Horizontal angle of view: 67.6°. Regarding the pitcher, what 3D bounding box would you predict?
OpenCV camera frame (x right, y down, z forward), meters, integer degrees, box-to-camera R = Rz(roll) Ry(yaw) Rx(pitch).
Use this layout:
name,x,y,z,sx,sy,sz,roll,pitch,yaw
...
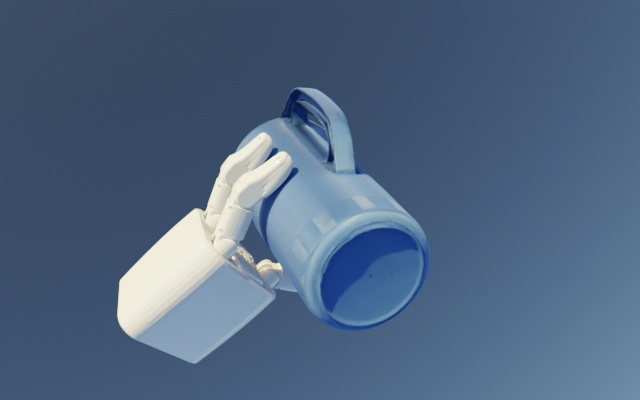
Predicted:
name,x,y,z,sx,sy,sz,roll,pitch,yaw
pitcher,0.000,0.002,0.459,0.149,0.145,0.242,50,0,-31
